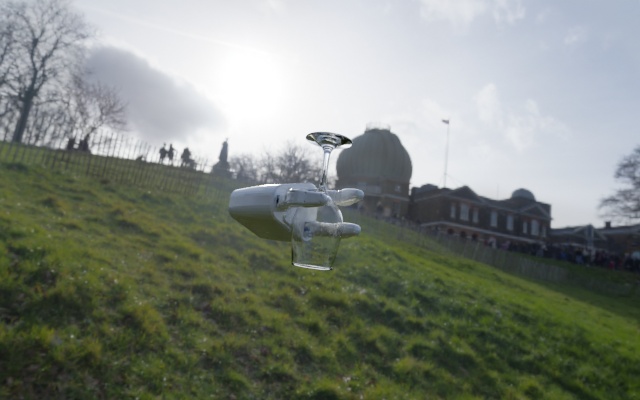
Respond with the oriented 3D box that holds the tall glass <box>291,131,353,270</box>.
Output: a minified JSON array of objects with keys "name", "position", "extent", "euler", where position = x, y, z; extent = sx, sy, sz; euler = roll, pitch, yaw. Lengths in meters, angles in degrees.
[{"name":"tall glass","position":[0.000,0.002,0.726],"extent":[0.079,0.201,0.079],"euler":[7,-11,1]}]
